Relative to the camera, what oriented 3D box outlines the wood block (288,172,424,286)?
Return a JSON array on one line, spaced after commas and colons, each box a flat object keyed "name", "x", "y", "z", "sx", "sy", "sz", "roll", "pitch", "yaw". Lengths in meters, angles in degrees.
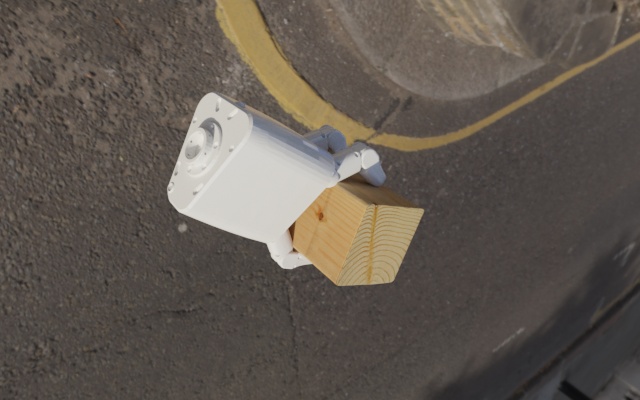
[{"name": "wood block", "x": 0.000, "y": 0.002, "z": 0.543, "sx": 0.090, "sy": 0.091, "sz": 0.206, "roll": 5, "pitch": 22, "yaw": -43}]
